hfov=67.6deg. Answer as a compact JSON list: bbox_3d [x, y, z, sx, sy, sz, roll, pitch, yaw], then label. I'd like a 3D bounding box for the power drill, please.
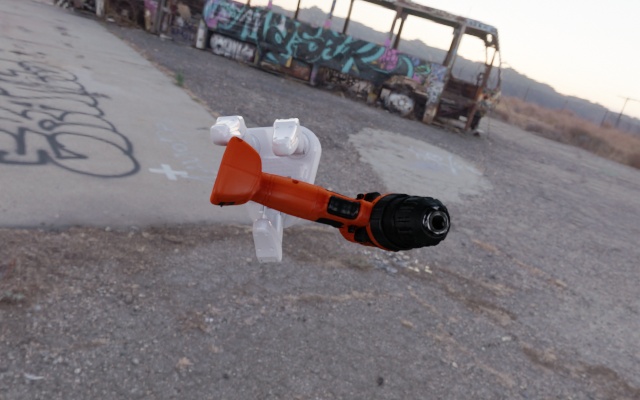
[{"bbox_3d":[0.000,0.001,0.427,0.188,0.057,0.184,19,-9,-14],"label":"power drill"}]
